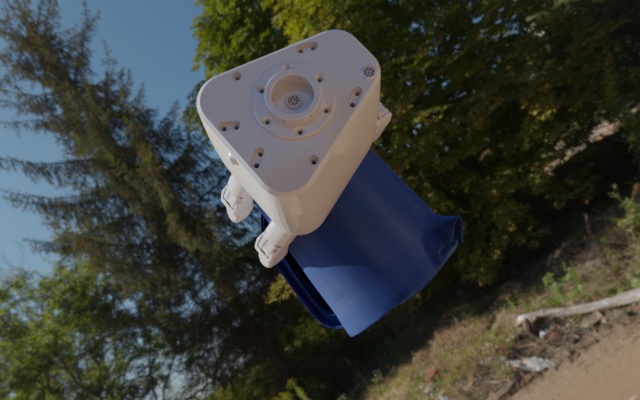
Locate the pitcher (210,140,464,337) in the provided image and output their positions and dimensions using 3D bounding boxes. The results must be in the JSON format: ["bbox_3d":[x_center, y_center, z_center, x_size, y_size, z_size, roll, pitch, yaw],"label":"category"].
[{"bbox_3d":[0.000,0.001,0.457,0.149,0.243,0.145,-39,-11,-8],"label":"pitcher"}]
